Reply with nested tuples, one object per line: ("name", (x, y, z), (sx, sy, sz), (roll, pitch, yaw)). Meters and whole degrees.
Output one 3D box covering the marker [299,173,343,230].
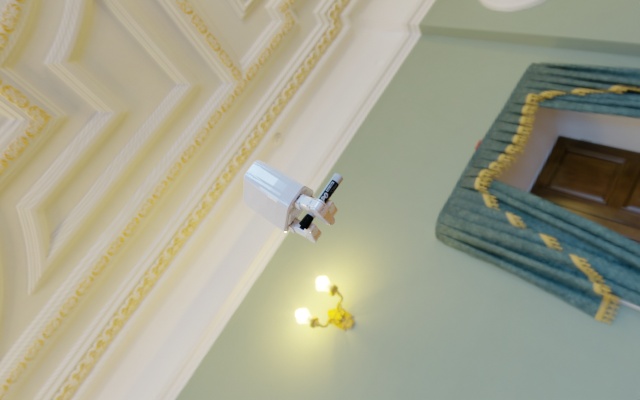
("marker", (0.000, 0.003, 0.852), (0.020, 0.121, 0.020), (32, -17, 11))
